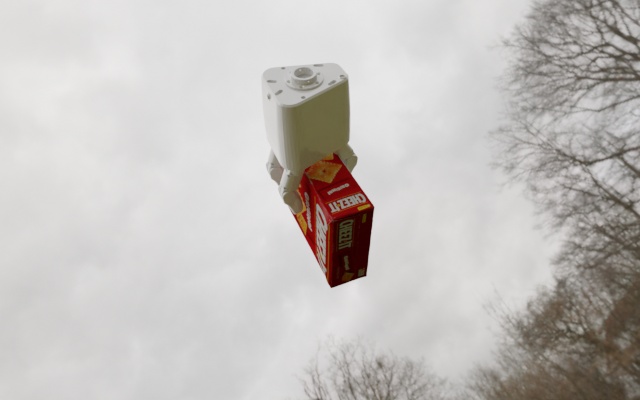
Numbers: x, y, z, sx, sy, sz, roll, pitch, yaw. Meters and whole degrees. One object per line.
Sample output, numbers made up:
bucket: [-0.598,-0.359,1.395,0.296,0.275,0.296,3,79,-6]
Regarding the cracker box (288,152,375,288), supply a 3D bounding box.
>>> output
cracker box: [0.000,0.002,0.742,0.072,0.164,0.213,-18,49,-15]
